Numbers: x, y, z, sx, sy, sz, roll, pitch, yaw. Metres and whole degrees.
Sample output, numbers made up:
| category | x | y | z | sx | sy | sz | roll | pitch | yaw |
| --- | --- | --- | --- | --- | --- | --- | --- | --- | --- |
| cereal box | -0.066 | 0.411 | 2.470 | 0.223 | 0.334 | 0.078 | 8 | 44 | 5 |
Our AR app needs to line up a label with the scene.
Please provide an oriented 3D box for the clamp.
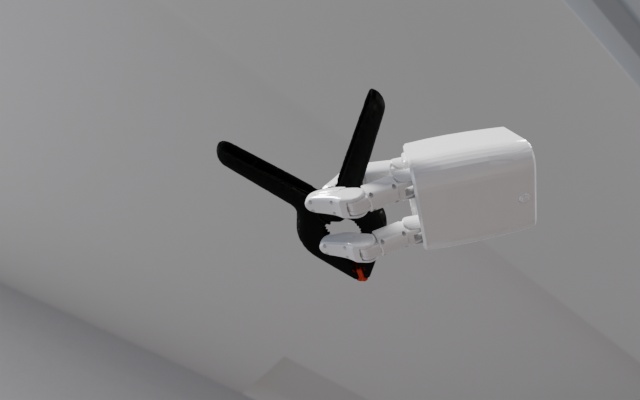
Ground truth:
| category | x | y | z | sx | sy | sz | roll | pitch | yaw |
| --- | --- | --- | --- | --- | --- | --- | --- | --- | --- |
| clamp | 0.000 | 0.002 | 0.486 | 0.164 | 0.210 | 0.036 | -10 | 33 | 11 |
